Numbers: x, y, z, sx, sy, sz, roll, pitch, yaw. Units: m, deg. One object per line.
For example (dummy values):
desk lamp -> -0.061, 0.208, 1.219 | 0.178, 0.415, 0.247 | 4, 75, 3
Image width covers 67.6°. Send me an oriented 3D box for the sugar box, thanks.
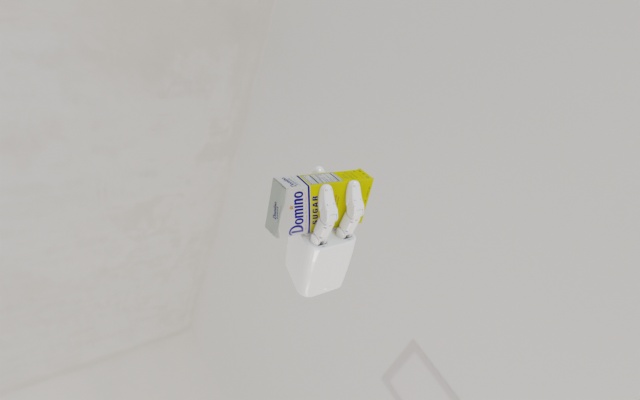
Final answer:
sugar box -> 0.000, 0.003, 0.783 | 0.176, 0.093, 0.048 | -11, 35, -36
